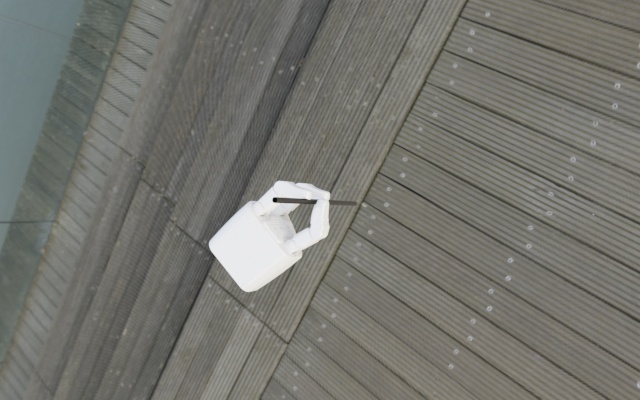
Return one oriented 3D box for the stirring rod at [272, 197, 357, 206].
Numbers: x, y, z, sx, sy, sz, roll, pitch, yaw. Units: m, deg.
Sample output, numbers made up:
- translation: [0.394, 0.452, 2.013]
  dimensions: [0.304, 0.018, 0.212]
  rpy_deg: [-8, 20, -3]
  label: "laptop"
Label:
- translation: [0.000, 0.002, 0.723]
  dimensions: [0.011, 0.011, 0.239]
  rpy_deg: [0, -1, 30]
  label: "stirring rod"
